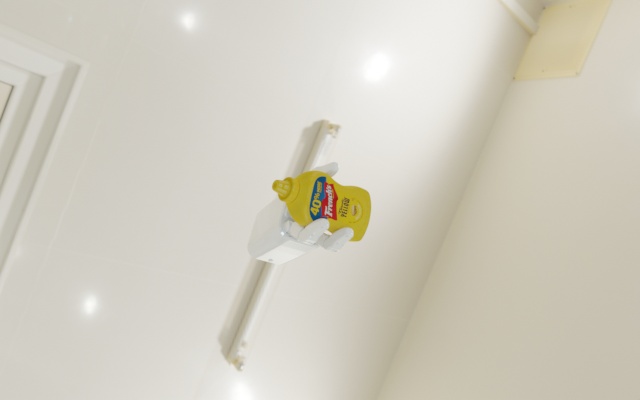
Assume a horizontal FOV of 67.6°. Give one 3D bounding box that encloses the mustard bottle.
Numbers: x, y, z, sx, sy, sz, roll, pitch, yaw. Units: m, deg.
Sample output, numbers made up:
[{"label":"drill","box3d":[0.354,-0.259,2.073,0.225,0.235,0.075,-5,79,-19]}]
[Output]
[{"label":"mustard bottle","box3d":[0.001,0.003,0.798,0.192,0.096,0.058,21,-13,-37]}]
